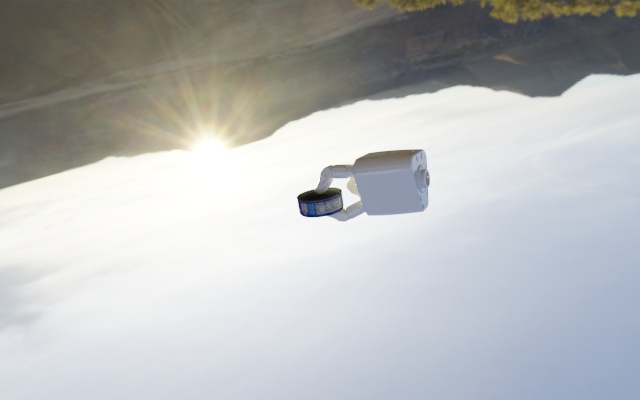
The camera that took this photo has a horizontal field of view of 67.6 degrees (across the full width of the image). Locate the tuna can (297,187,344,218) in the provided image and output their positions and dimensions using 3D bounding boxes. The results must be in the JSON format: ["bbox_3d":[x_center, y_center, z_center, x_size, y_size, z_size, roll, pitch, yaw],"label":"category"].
[{"bbox_3d":[0.000,0.003,0.890,0.086,0.034,0.086,-9,16,2],"label":"tuna can"}]
